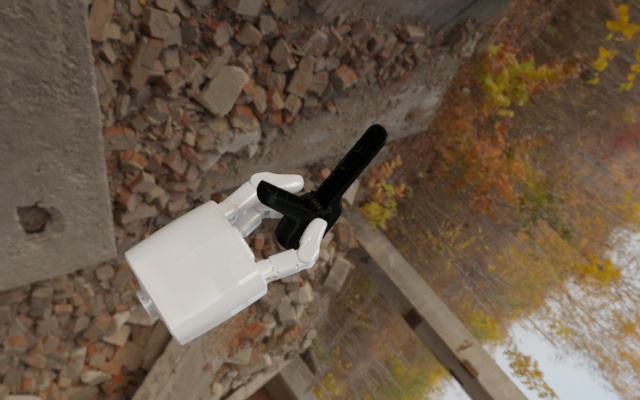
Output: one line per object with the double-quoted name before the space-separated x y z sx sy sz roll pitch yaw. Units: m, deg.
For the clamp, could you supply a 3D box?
"clamp" 0.000 0.003 0.566 0.164 0.036 0.210 -31 -23 -20
